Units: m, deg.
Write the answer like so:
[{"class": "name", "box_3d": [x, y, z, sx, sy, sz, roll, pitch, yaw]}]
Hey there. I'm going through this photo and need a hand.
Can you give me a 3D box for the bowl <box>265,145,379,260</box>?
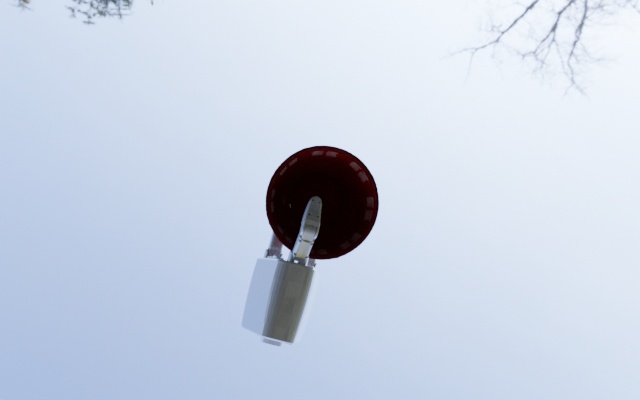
[{"class": "bowl", "box_3d": [0.001, 0.001, 0.694, 0.162, 0.162, 0.055, 0, 3, -9]}]
